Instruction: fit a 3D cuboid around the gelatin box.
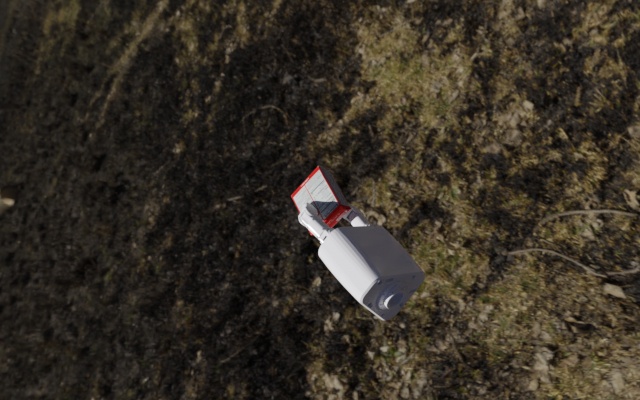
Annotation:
[{"bbox_3d":[0.000,0.002,0.759,0.030,0.089,0.073,14,-52,-47],"label":"gelatin box"}]
